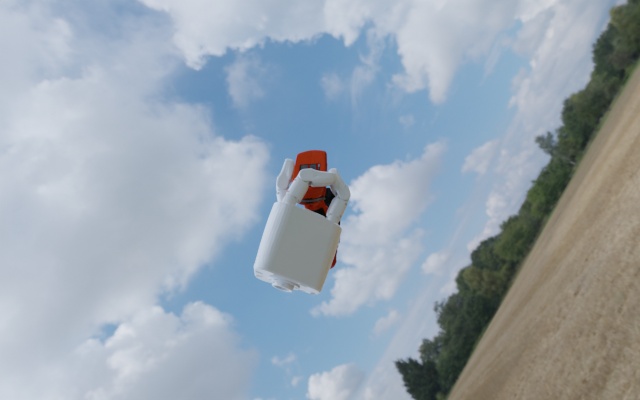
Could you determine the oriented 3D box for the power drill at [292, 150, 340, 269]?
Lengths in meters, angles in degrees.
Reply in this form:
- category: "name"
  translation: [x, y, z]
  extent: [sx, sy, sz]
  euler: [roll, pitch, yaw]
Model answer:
- category: "power drill"
  translation: [0.000, 0.003, 0.847]
  extent: [0.057, 0.184, 0.188]
  euler: [-7, -43, 10]
